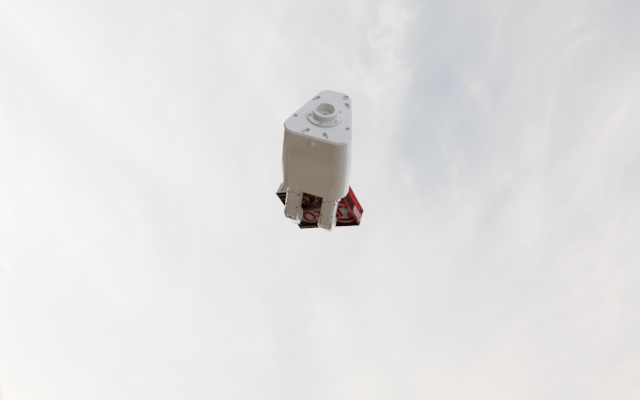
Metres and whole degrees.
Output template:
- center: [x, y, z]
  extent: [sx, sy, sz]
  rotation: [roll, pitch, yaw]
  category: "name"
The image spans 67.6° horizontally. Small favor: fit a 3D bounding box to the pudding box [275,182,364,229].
- center: [0.000, 0.002, 0.752]
  extent: [0.113, 0.039, 0.090]
  rotation: [-4, -45, 31]
  category: "pudding box"
